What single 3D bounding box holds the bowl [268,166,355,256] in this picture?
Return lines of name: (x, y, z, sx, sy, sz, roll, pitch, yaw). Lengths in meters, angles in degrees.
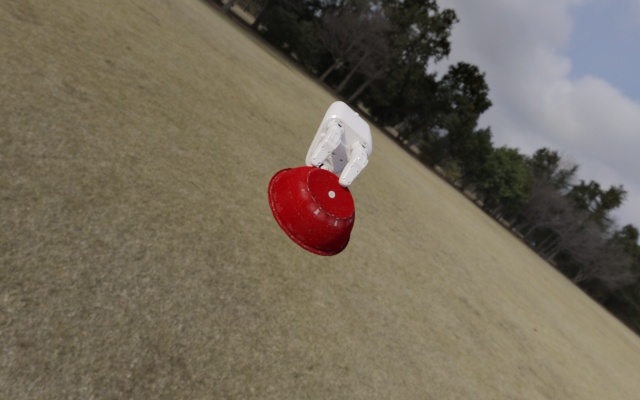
bowl: (0.000, 0.003, 0.735, 0.162, 0.162, 0.055, 0, -32, -45)
